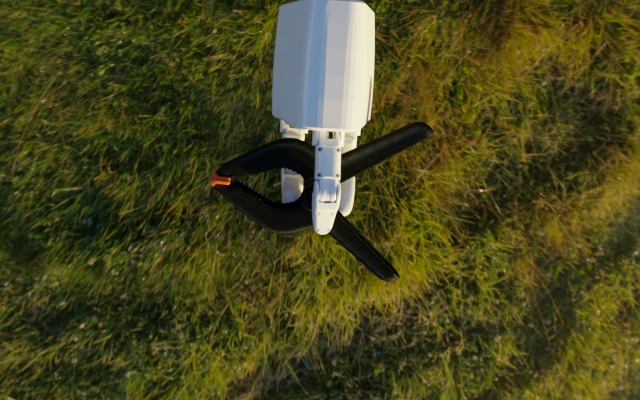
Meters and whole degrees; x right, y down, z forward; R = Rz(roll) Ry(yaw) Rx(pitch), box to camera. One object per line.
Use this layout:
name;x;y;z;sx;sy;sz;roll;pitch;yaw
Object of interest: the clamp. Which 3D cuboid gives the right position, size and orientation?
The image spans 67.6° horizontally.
clamp;0.000;0.001;0.467;0.210;0.164;0.036;2;14;-6
